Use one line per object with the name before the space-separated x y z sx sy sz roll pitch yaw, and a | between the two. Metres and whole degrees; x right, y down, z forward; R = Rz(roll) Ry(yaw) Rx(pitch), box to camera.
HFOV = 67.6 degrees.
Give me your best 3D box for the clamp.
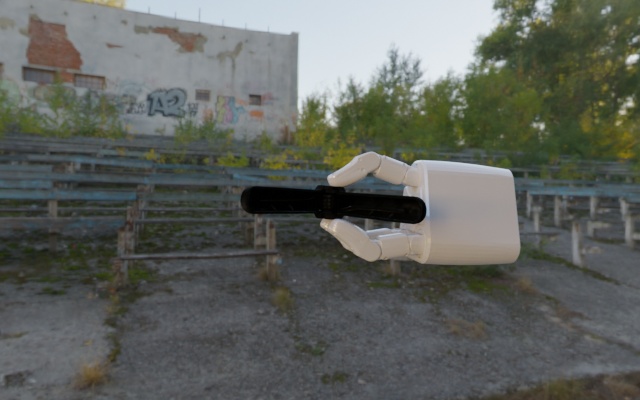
clamp | 0.000 0.001 0.507 0.164 0.036 0.210 5 1 -8
